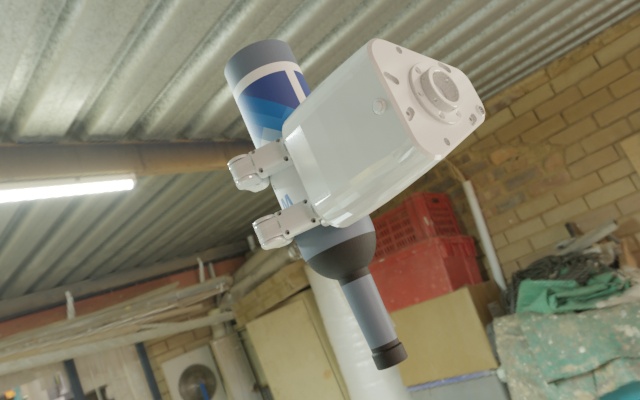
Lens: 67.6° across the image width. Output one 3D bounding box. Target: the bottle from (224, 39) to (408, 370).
[{"bbox_3d":[0.000,0.001,0.418,0.069,0.295,0.069,-23,-12,-5],"label":"bottle"}]
